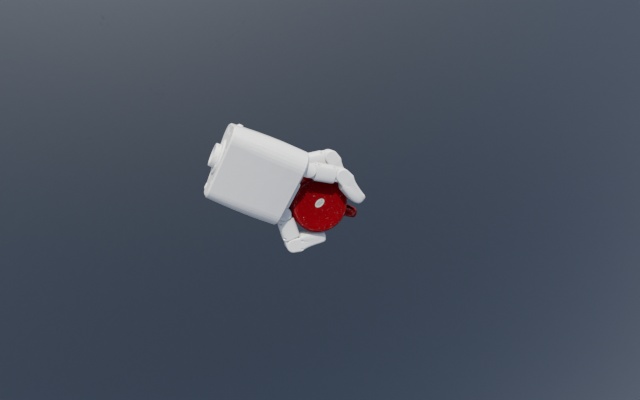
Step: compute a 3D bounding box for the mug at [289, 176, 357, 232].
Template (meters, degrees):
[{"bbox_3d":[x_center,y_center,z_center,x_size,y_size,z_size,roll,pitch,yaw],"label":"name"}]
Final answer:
[{"bbox_3d":[0.001,0.003,0.709,0.117,0.093,0.081,21,6,-19],"label":"mug"}]
